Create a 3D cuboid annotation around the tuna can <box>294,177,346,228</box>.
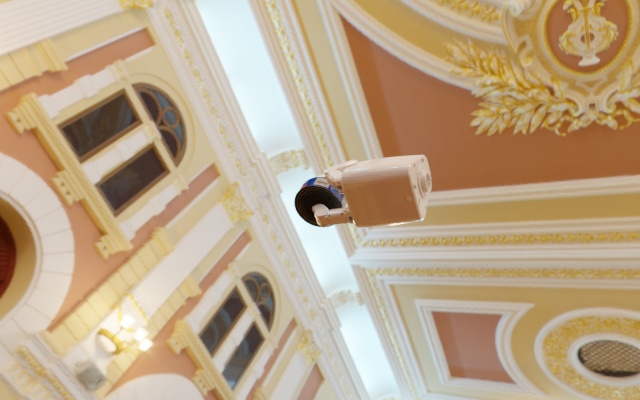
[{"bbox_3d":[0.000,0.002,0.822,0.086,0.086,0.033,0,33,21],"label":"tuna can"}]
